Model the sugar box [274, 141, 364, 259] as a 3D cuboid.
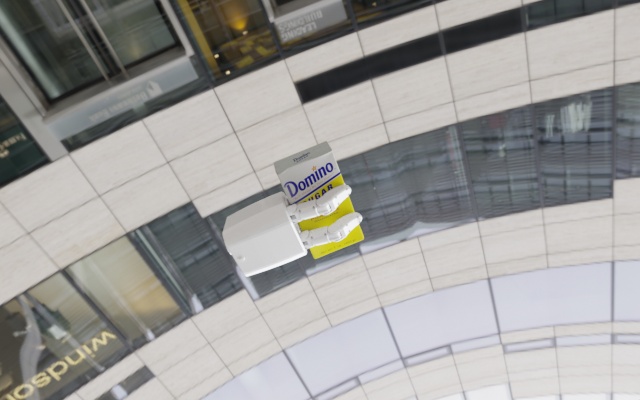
[{"bbox_3d":[0.000,0.003,0.765,0.093,0.176,0.048,-23,33,0],"label":"sugar box"}]
